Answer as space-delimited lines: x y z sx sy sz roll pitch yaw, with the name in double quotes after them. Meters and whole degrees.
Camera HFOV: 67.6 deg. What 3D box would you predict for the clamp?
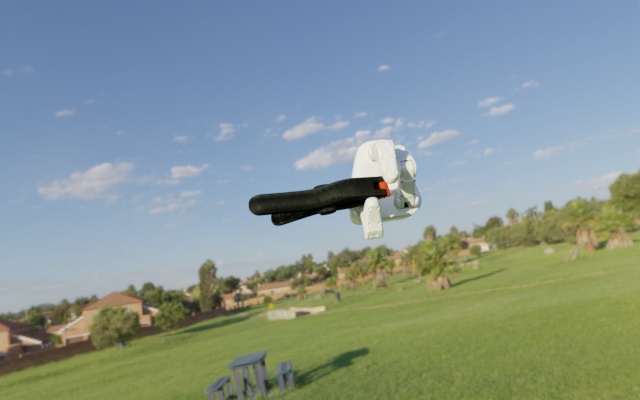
0.000 0.001 0.610 0.171 0.039 0.120 -8 -6 -2 "clamp"
